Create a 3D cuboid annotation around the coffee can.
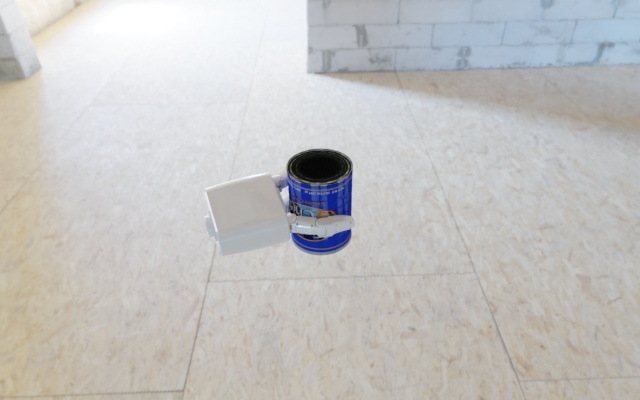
[{"bbox_3d":[0.000,0.003,0.765,0.103,0.140,0.102,-1,37,1],"label":"coffee can"}]
